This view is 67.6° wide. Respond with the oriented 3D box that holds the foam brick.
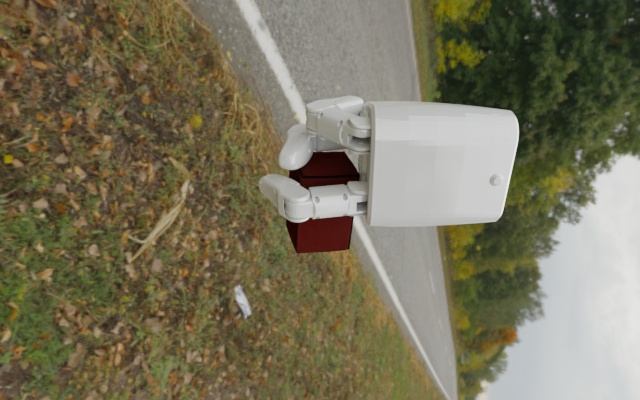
[{"bbox_3d":[0.000,0.002,0.430,0.051,0.078,0.053,-2,30,-15],"label":"foam brick"}]
